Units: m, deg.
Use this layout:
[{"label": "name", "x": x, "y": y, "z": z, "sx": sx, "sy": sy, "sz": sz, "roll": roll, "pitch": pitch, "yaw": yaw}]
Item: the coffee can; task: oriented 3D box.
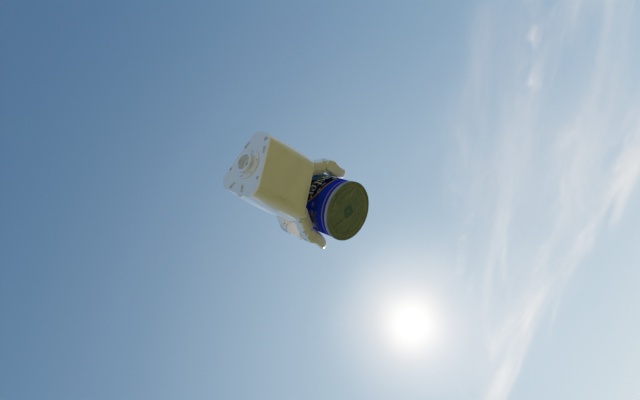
[{"label": "coffee can", "x": 0.000, "y": 0.003, "z": 0.847, "sx": 0.103, "sy": 0.103, "sz": 0.140, "roll": 0, "pitch": 13, "yaw": -44}]
